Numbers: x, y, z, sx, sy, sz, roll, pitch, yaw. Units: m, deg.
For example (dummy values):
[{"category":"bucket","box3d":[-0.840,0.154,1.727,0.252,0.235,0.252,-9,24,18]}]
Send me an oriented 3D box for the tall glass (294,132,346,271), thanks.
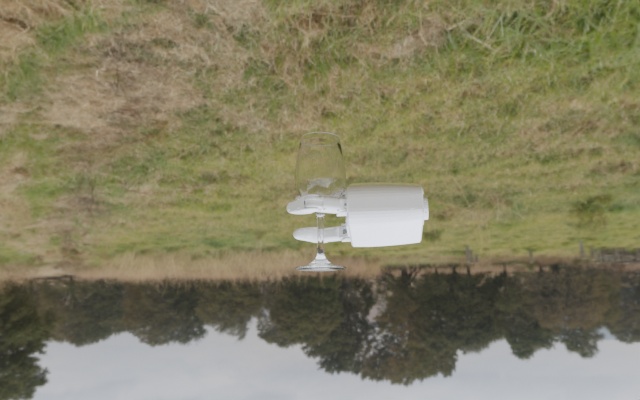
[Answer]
[{"category":"tall glass","box3d":[0.000,0.003,0.714,0.079,0.201,0.079,-1,-12,0]}]
